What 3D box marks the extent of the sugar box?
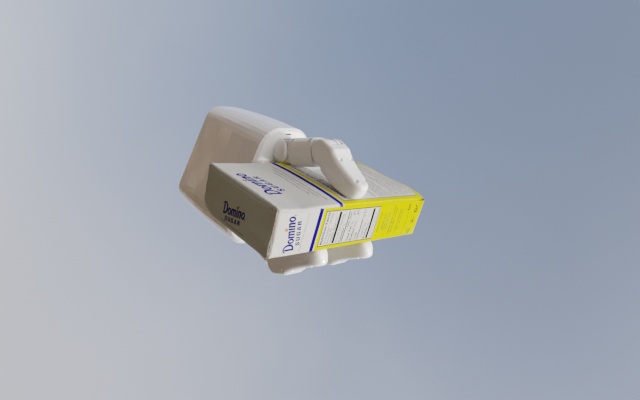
[{"bbox_3d":[0.000,0.002,0.411,0.176,0.048,0.093,-7,28,-43],"label":"sugar box"}]
